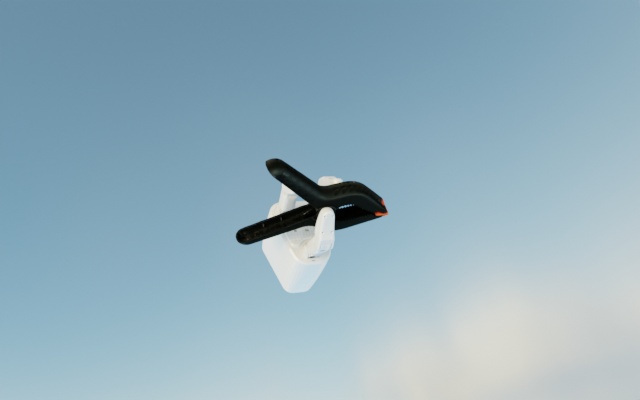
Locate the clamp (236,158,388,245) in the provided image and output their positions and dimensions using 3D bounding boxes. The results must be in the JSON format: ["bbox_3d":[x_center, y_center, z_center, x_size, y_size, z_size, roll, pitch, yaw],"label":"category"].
[{"bbox_3d":[0.001,0.003,0.637,0.210,0.036,0.165,-3,-35,-20],"label":"clamp"}]
